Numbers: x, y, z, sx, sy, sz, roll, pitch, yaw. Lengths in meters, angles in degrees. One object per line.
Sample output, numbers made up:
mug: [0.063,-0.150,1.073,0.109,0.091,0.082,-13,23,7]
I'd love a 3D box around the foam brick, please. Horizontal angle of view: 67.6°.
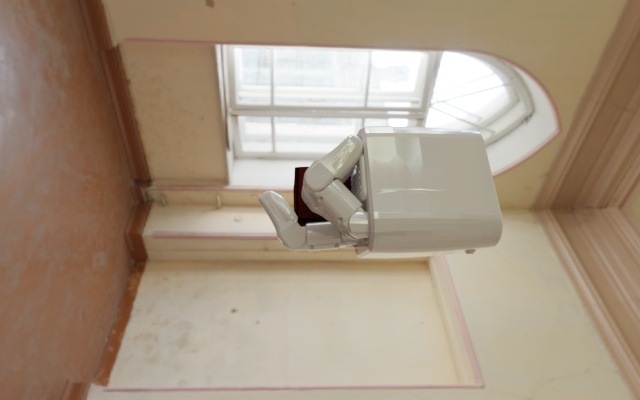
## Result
foam brick: [0.000,0.001,0.465,0.051,0.053,0.078,-1,-11,-4]
